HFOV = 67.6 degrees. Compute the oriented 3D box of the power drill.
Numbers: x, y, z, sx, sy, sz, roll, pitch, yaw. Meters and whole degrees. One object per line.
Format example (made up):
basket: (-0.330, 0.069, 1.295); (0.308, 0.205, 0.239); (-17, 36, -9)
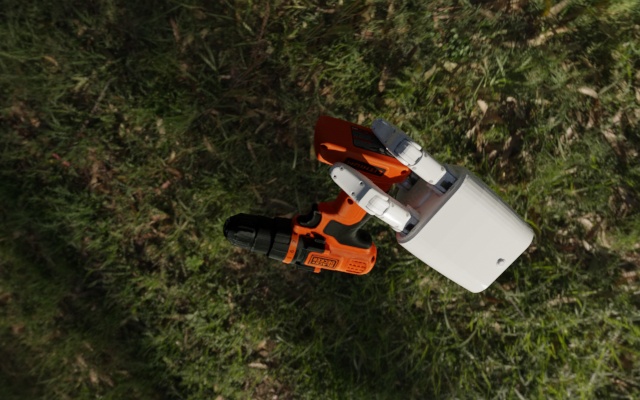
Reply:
power drill: (0.000, 0.001, 0.521); (0.184, 0.057, 0.188); (12, -48, -16)
